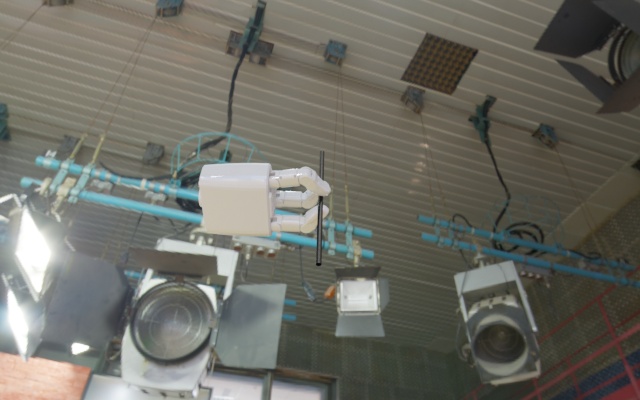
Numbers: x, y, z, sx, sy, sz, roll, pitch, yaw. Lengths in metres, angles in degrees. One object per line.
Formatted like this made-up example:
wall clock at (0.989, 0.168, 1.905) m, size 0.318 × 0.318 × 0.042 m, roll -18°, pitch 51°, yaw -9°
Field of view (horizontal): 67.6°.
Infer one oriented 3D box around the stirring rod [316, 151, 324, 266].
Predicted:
stirring rod at (0.000, 0.002, 0.742) m, size 0.011 × 0.239 × 0.011 m, roll 1°, pitch -44°, yaw 1°
